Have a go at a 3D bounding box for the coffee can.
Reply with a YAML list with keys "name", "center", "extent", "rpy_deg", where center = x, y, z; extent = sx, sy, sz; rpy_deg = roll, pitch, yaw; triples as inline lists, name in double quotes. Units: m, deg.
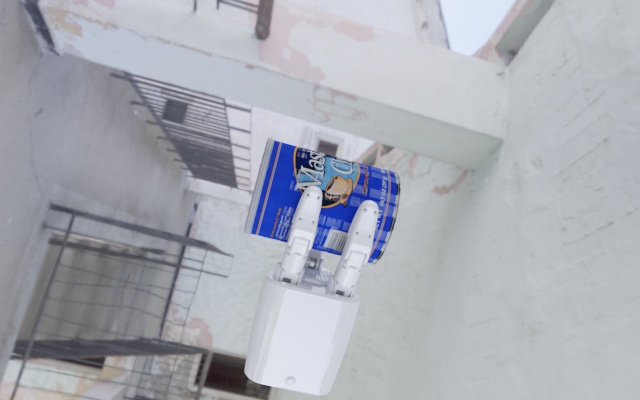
- name: "coffee can"
  center: [0.000, 0.001, 0.504]
  extent: [0.140, 0.103, 0.103]
  rpy_deg: [14, -2, -7]
